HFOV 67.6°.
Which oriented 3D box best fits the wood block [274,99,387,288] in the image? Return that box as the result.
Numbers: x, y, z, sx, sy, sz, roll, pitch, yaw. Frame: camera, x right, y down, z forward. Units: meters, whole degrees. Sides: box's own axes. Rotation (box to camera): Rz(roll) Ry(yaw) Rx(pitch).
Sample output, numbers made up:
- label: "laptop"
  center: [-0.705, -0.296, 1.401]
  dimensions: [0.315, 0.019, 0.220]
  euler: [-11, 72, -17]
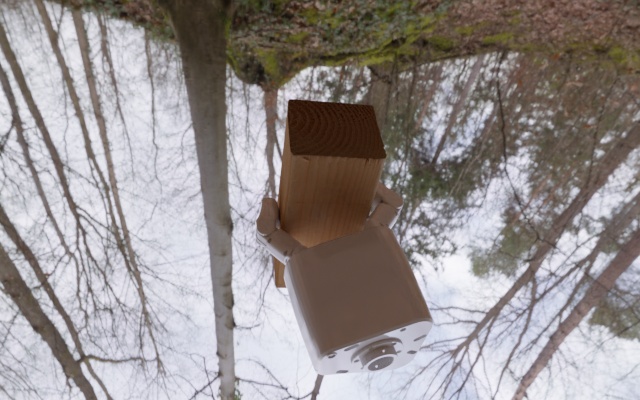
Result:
- label: "wood block"
  center: [0.000, 0.002, 0.528]
  dimensions: [0.091, 0.090, 0.206]
  euler: [3, -45, -9]
